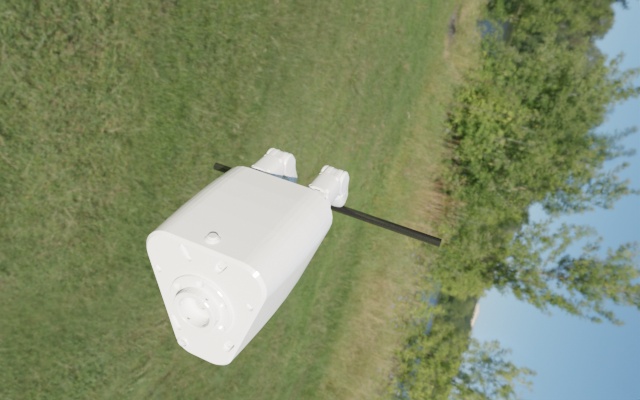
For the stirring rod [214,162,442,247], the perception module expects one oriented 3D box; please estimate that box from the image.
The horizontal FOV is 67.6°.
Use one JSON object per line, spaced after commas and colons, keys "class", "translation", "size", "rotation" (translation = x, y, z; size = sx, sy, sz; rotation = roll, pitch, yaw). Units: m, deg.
{"class": "stirring rod", "translation": [0.000, 0.002, 0.468], "size": [0.239, 0.011, 0.011], "rotation": [19, 5, 15]}
